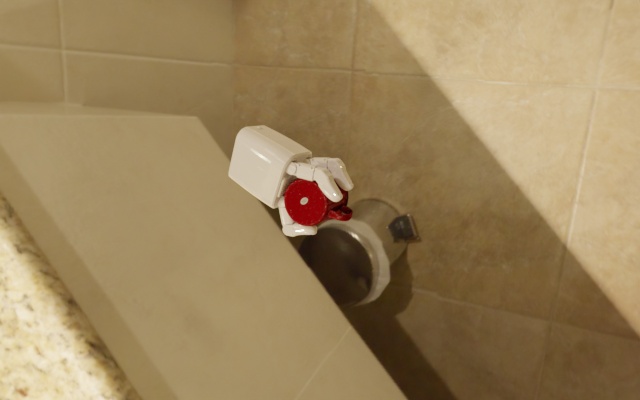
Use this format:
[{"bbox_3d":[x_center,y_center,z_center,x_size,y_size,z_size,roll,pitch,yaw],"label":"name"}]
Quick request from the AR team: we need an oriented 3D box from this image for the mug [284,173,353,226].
[{"bbox_3d":[0.001,0.004,0.811,0.117,0.093,0.081,32,22,16],"label":"mug"}]
